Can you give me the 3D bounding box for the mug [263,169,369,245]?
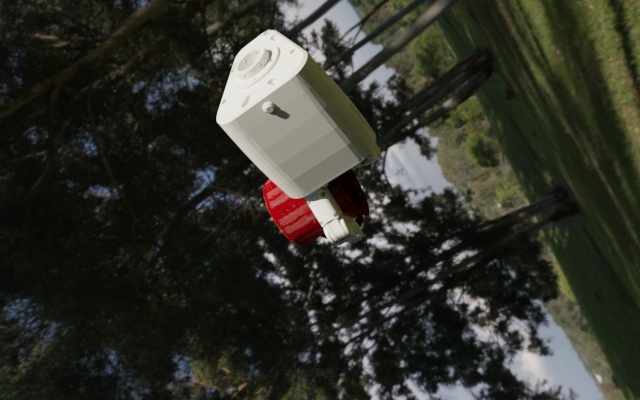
[{"bbox_3d":[0.001,0.003,0.516,0.081,0.093,0.117,-31,-51,16],"label":"mug"}]
